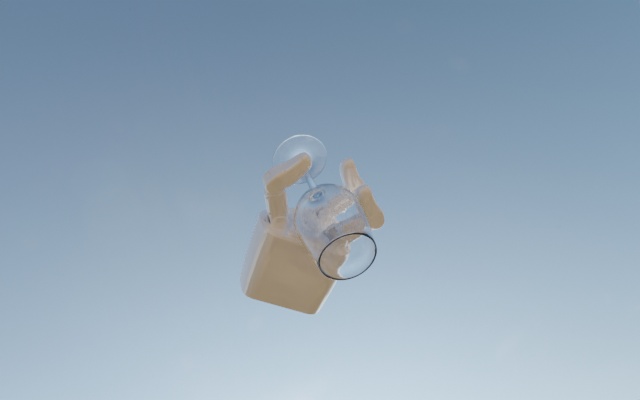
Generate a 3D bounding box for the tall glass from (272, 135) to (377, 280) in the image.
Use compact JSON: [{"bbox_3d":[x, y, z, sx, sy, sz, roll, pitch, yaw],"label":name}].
[{"bbox_3d":[0.000,0.001,0.551,0.079,0.079,0.201,0,33,-19],"label":"tall glass"}]
